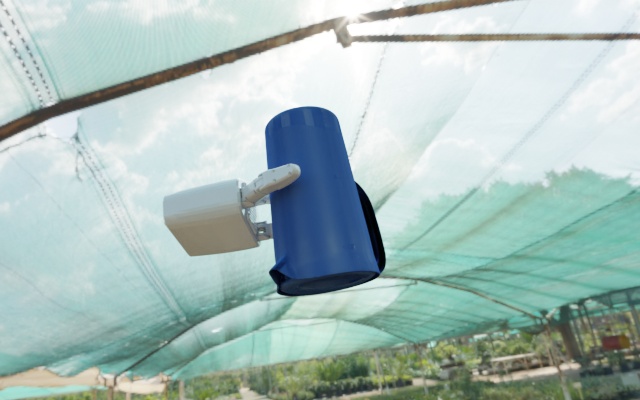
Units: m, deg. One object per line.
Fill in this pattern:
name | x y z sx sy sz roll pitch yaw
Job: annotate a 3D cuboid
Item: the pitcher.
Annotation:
pitcher | 0.000 0.002 0.649 0.145 0.242 0.149 -12 -19 6
